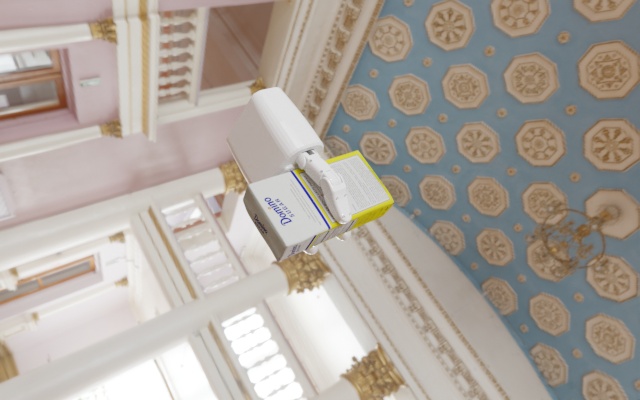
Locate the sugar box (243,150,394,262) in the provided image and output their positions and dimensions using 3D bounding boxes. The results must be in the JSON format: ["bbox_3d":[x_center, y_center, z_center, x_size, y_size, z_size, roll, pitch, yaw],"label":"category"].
[{"bbox_3d":[0.000,0.002,0.603,0.176,0.093,0.048,-21,-24,-32],"label":"sugar box"}]
